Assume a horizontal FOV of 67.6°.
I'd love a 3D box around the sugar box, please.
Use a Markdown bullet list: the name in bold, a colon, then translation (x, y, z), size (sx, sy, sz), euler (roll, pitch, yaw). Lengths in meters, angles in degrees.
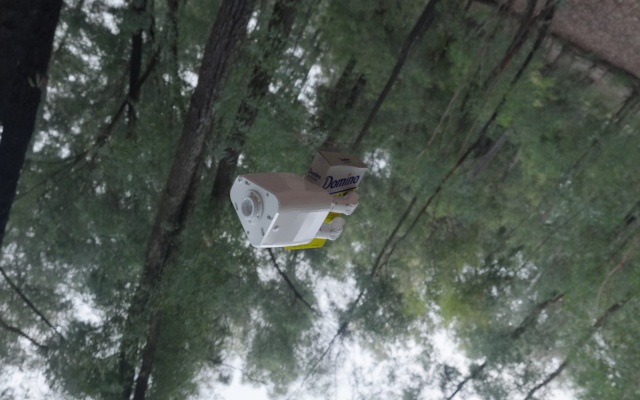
- **sugar box**: translation (0.000, 0.003, 0.804), size (0.093, 0.176, 0.048), euler (-1, 40, -45)
